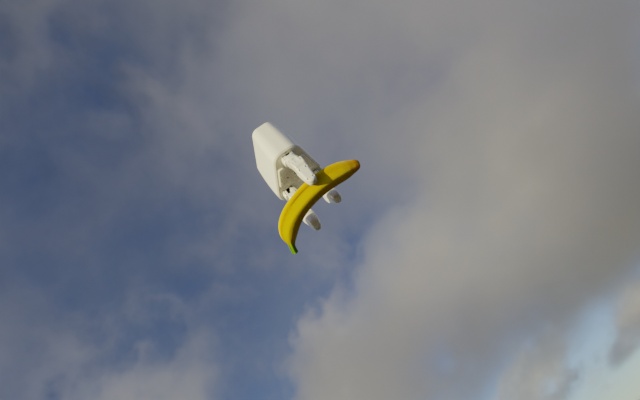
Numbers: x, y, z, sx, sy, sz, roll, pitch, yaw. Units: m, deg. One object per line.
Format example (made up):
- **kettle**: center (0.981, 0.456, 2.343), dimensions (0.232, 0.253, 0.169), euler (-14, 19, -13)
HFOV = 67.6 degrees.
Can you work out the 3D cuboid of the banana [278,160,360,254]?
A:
- **banana**: center (-0.014, -0.001, 0.808), dimensions (0.070, 0.198, 0.037), euler (29, 13, -43)
